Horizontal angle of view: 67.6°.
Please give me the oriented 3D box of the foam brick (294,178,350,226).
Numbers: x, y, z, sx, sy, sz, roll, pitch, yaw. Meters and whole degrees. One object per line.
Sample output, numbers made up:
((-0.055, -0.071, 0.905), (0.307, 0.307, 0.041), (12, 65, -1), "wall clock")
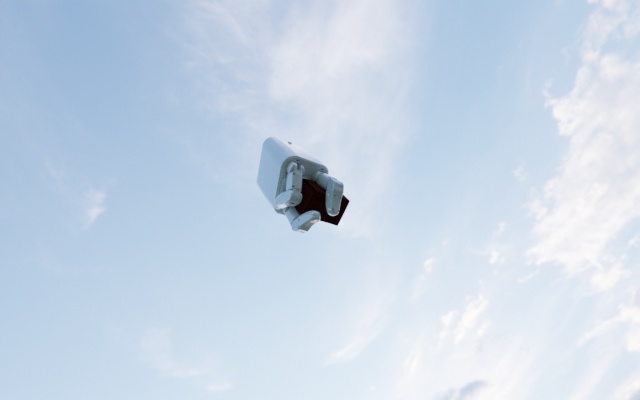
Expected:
((0.000, 0.003, 0.824), (0.078, 0.053, 0.051), (17, 17, -36), "foam brick")
